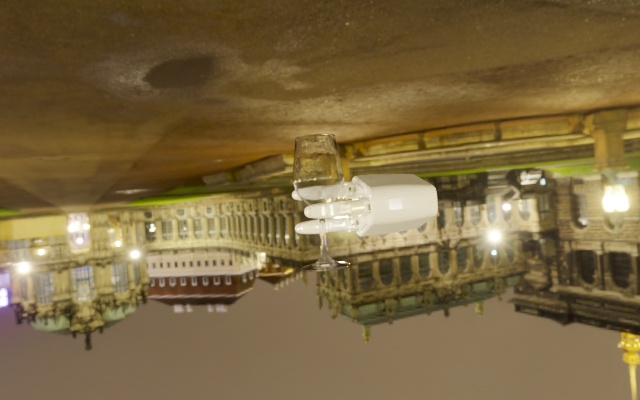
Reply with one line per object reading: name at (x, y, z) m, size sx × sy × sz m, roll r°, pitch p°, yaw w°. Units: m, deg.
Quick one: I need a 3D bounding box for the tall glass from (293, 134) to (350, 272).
tall glass at (0.000, 0.003, 0.726) m, size 0.079 × 0.201 × 0.079 m, roll -5°, pitch 0°, yaw 0°
